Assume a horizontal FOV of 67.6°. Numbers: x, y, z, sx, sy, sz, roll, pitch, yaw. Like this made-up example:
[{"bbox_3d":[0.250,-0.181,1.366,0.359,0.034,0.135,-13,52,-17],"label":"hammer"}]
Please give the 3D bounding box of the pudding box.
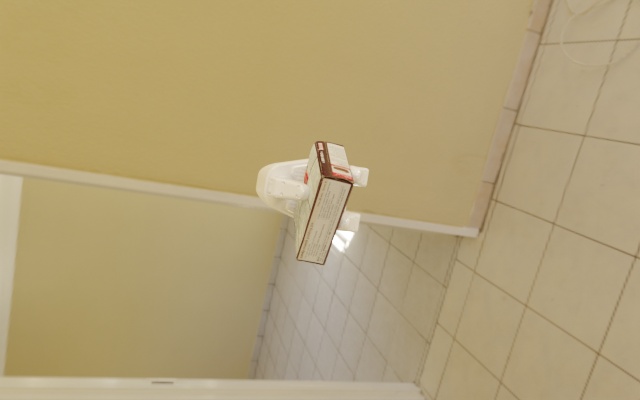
[{"bbox_3d":[0.000,0.002,0.540,0.039,0.113,0.090,9,30,-12],"label":"pudding box"}]
